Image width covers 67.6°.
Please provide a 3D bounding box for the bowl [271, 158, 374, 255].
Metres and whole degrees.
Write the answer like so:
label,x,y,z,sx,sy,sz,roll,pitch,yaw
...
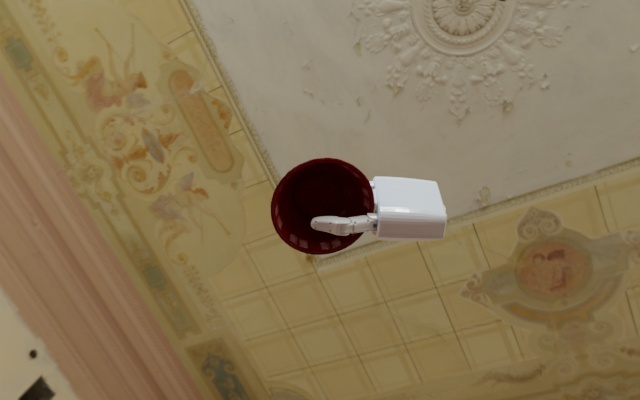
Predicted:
label,x,y,z,sx,sy,sz,roll,pitch,yaw
bowl,-0.001,0.002,0.751,0.162,0.162,0.055,0,23,-11
